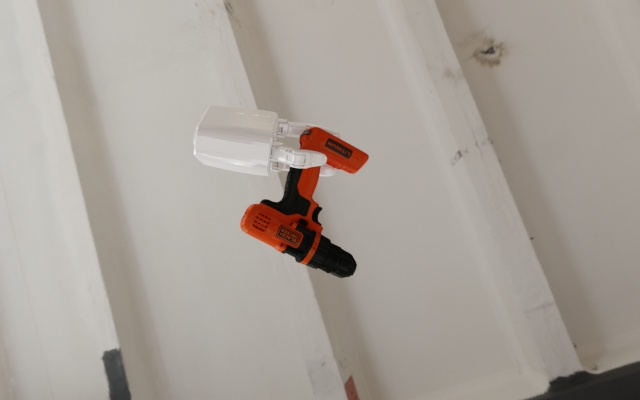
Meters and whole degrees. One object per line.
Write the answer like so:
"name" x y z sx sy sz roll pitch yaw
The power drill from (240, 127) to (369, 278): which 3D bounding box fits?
"power drill" 0.000 0.002 0.702 0.184 0.187 0.057 28 -12 -14
